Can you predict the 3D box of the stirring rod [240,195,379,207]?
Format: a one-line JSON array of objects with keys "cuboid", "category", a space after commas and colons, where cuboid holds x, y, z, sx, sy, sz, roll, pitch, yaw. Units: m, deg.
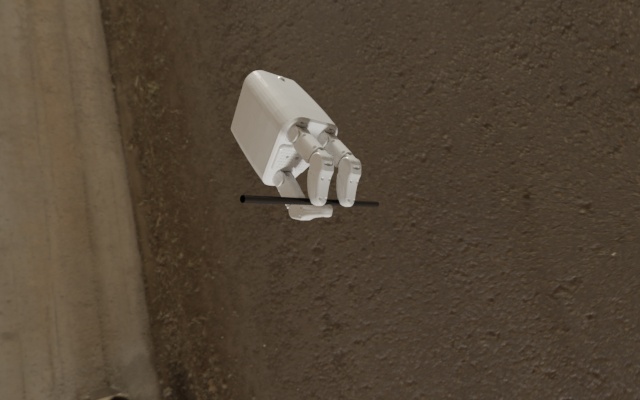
[{"cuboid": [0.000, 0.002, 0.564, 0.011, 0.011, 0.239, 0, -2, 40], "category": "stirring rod"}]
